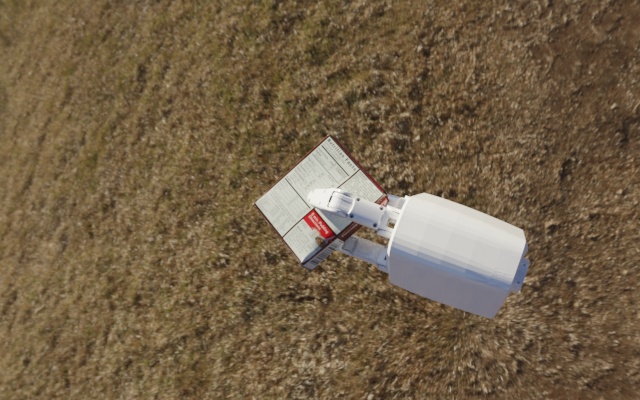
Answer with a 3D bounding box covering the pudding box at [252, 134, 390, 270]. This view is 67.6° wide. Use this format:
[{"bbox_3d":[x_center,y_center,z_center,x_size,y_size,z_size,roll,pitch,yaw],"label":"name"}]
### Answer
[{"bbox_3d":[0.000,0.002,0.495,0.113,0.090,0.039,-41,-19,2],"label":"pudding box"}]
